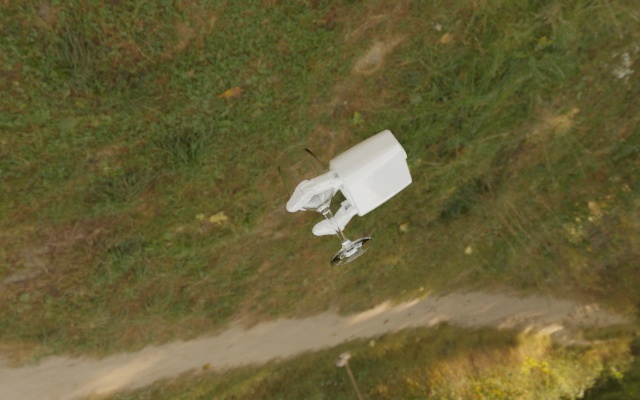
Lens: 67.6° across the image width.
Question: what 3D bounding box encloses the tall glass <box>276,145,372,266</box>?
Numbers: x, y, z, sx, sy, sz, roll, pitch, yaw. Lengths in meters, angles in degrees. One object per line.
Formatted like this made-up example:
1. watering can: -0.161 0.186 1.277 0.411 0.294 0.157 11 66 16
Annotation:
1. tall glass: 0.000 0.003 0.773 0.079 0.201 0.079 -26 -25 -13
